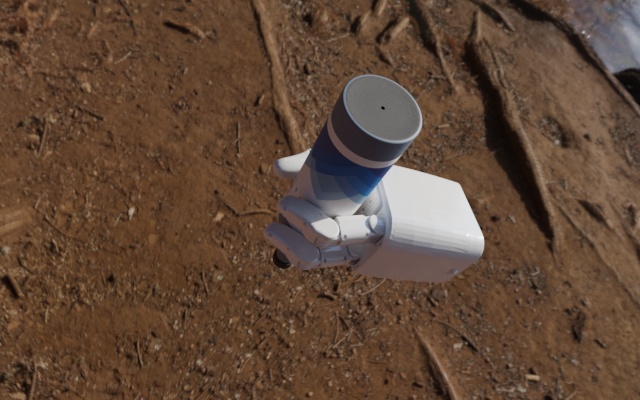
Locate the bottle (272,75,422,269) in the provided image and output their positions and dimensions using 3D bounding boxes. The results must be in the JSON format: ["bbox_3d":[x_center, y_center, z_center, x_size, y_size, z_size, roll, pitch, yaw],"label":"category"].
[{"bbox_3d":[0.000,0.001,0.479,0.069,0.069,0.296,0,-29,-22],"label":"bottle"}]
